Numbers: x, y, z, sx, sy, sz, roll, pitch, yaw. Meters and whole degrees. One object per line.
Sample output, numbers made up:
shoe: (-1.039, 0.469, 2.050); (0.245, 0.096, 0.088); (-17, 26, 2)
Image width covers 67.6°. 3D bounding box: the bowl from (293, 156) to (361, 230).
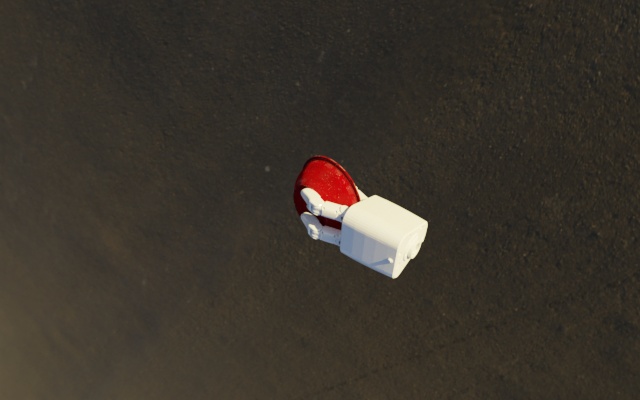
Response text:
bowl: (-0.001, 0.003, 0.872); (0.055, 0.162, 0.162); (-29, 17, -33)
